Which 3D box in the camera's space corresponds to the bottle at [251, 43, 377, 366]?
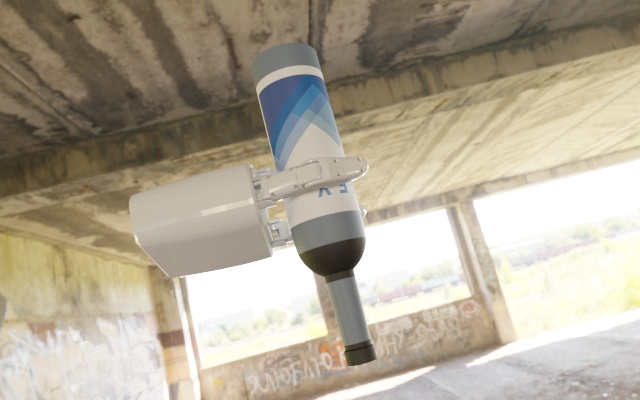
[{"bbox_3d":[0.000,0.001,0.445,0.069,0.295,0.069,-14,-11,-3],"label":"bottle"}]
